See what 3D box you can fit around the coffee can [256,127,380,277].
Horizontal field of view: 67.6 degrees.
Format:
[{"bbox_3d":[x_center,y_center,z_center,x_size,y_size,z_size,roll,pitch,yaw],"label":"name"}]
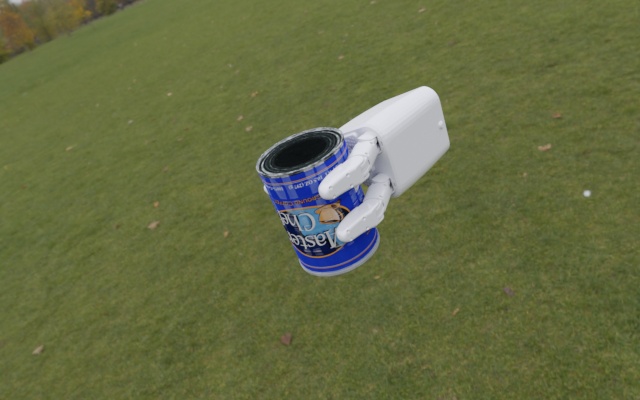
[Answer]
[{"bbox_3d":[0.000,0.002,0.551,0.103,0.140,0.102,-17,29,10],"label":"coffee can"}]
